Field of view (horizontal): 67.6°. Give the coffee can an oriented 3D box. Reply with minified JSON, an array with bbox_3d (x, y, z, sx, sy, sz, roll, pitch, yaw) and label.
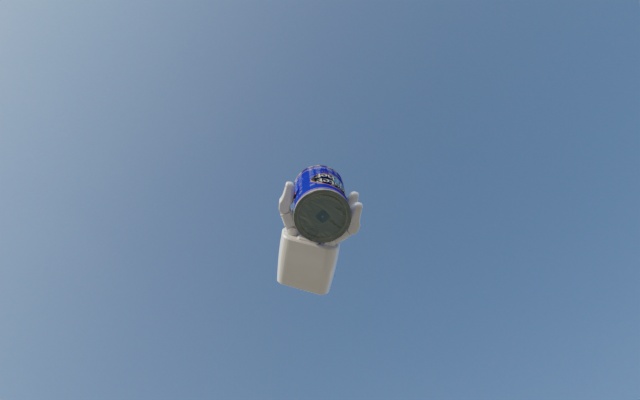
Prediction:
[{"bbox_3d":[0.000,0.003,0.898,0.103,0.103,0.140,0,22,-3],"label":"coffee can"}]
